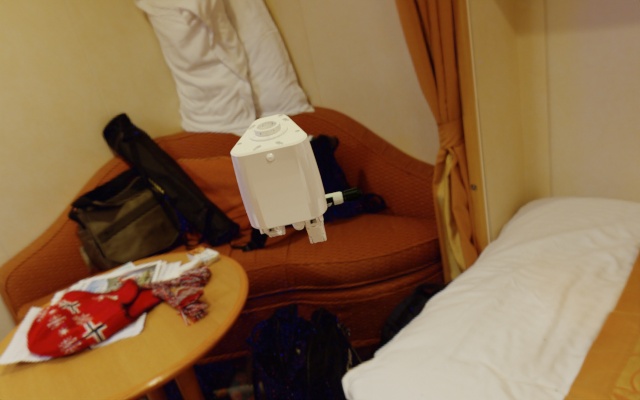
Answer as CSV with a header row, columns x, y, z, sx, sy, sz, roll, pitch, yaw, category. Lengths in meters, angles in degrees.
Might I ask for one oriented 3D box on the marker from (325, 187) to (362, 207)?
x,y,z,sx,sy,sz,roll,pitch,yaw,category
0.000,0.002,0.685,0.121,0.020,0.020,-13,0,1,marker
